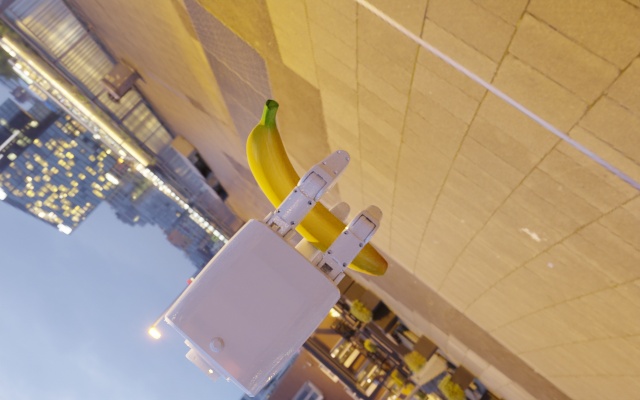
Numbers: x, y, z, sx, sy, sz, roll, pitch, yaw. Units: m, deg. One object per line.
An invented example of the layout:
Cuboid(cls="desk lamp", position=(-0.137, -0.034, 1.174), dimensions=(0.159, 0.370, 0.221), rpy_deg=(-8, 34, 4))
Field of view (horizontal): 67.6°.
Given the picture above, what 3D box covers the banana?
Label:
Cuboid(cls="banana", position=(-0.013, 0.002, 0.458), dimensions=(0.069, 0.198, 0.037), rpy_deg=(-17, 24, 53))
